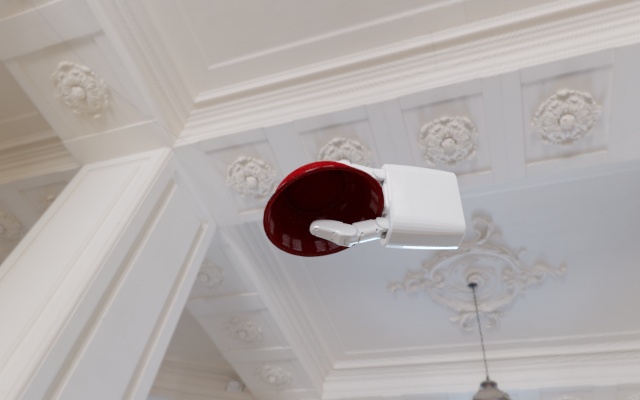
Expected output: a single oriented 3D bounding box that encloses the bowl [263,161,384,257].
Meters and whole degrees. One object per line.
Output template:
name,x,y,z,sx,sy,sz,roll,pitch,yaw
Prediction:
bowl,-0.001,0.002,0.634,0.162,0.162,0.055,0,42,-18
